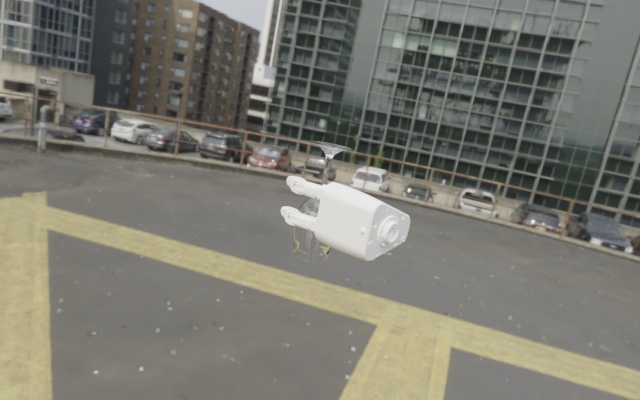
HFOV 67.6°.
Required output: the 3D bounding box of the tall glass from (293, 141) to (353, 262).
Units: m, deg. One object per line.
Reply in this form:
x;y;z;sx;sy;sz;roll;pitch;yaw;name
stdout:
0.000;0.002;0.828;0.079;0.201;0.079;11;12;-2;tall glass
